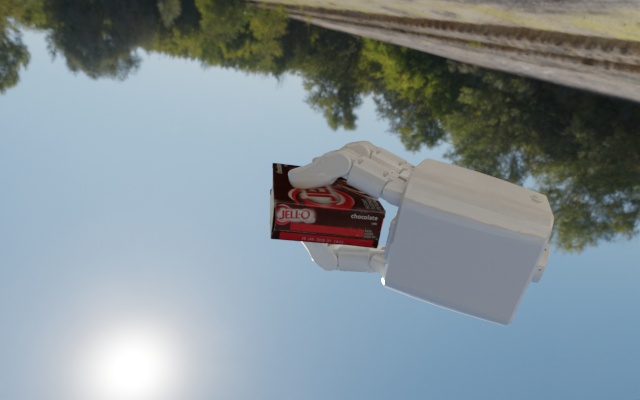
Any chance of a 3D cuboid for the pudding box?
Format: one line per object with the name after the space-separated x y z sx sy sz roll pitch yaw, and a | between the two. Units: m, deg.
0.000 0.002 0.426 0.090 0.039 0.113 7 17 -9 | pudding box
